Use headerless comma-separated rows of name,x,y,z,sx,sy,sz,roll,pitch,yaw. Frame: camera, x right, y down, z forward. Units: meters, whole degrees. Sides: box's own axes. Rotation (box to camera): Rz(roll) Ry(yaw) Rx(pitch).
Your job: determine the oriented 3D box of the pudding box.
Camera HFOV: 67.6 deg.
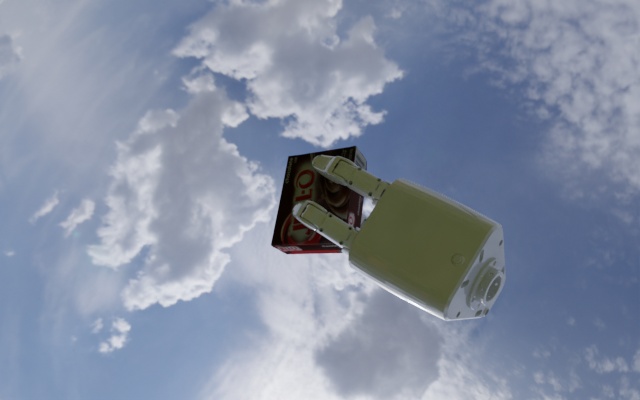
pudding box,0.000,0.002,0.521,0.090,0.113,0.039,-5,-28,30
